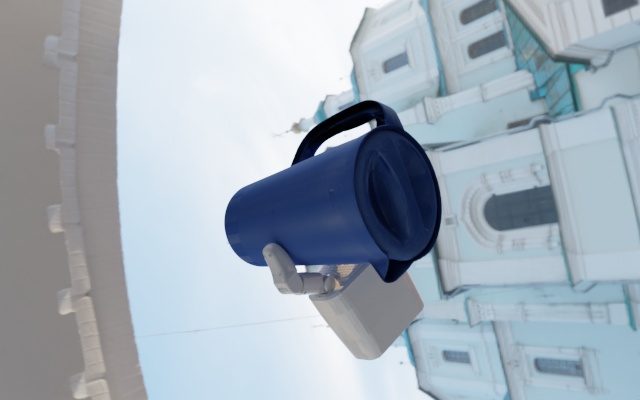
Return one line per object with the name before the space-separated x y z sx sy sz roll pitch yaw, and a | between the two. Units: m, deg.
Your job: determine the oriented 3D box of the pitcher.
pitcher | 0.000 0.002 0.534 0.243 0.145 0.149 -14 27 45
